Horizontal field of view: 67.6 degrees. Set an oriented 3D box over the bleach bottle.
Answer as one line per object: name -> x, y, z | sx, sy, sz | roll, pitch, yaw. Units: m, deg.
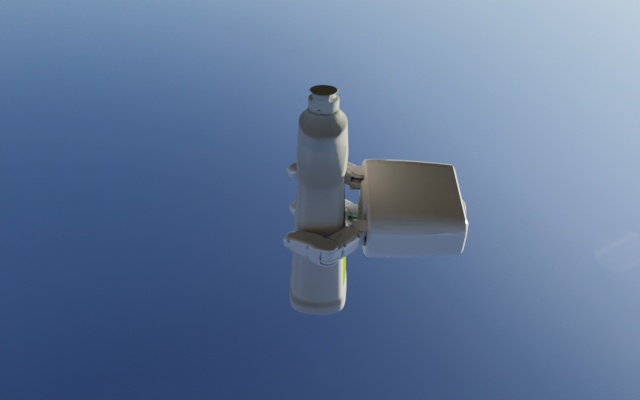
bleach bottle -> 0.000, 0.002, 0.526 | 0.068, 0.251, 0.102 | 2, 34, 1
